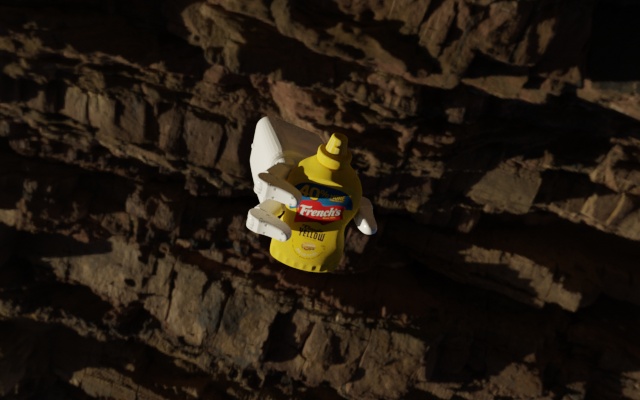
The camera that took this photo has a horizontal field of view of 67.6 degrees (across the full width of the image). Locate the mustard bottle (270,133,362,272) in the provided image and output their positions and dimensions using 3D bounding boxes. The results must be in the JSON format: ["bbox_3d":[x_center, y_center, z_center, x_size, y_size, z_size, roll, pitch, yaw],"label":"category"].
[{"bbox_3d":[0.000,0.002,0.601,0.096,0.192,0.058,16,34,-2],"label":"mustard bottle"}]
